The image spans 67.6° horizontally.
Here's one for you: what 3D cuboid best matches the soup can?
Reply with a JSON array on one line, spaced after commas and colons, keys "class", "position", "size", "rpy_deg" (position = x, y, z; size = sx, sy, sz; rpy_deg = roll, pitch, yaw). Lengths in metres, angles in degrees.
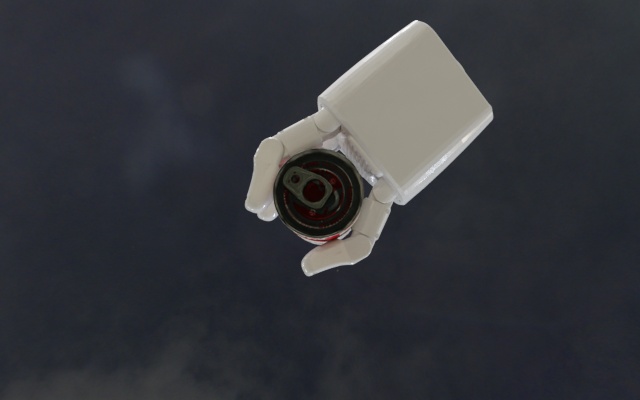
[{"class": "soup can", "position": [0.000, 0.002, 0.402], "size": [0.068, 0.068, 0.102], "rpy_deg": [0, -8, 2]}]
